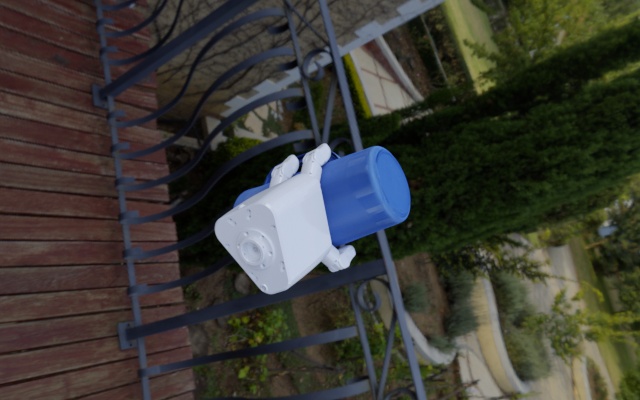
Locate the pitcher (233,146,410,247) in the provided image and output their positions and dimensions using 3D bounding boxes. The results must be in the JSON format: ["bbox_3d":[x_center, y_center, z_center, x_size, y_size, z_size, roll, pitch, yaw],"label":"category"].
[{"bbox_3d":[0.000,0.002,0.695,0.243,0.149,0.145,-21,8,31],"label":"pitcher"}]
